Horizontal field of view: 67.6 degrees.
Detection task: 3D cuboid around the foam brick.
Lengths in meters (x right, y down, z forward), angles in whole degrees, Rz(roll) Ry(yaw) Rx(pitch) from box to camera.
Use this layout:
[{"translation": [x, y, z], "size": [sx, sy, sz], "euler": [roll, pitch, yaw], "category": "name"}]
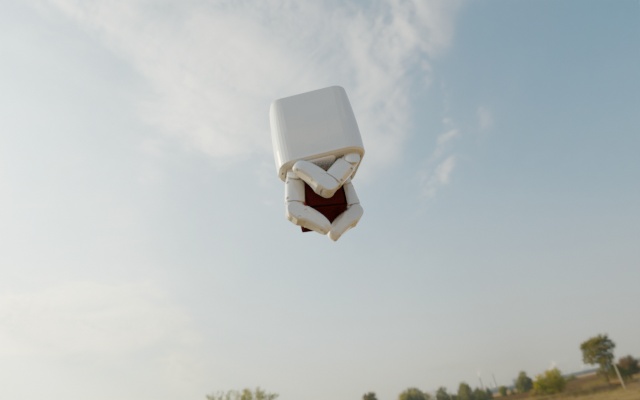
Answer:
[{"translation": [0.000, 0.002, 0.641], "size": [0.053, 0.051, 0.078], "euler": [-6, -26, -14], "category": "foam brick"}]
